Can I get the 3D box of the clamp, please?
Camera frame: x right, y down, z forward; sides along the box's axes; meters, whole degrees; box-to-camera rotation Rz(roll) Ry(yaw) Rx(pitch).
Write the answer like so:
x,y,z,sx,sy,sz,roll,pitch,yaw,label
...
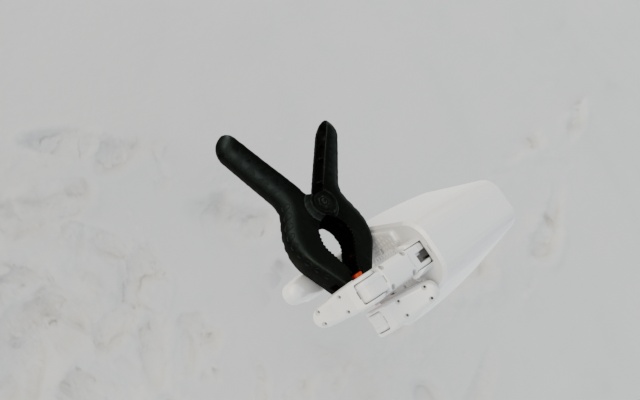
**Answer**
x,y,z,sx,sy,sz,roll,pitch,yaw,label
0.000,0.001,0.408,0.120,0.171,0.039,-27,-11,-32,clamp
